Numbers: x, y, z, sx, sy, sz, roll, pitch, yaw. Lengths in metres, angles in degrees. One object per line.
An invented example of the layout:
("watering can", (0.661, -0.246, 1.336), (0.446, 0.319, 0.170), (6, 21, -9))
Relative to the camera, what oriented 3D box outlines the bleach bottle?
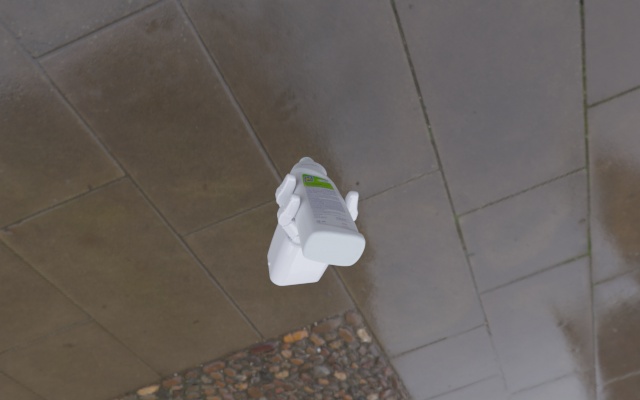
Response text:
("bleach bottle", (0.000, 0.003, 0.847), (0.102, 0.068, 0.250), (11, 34, -19))
